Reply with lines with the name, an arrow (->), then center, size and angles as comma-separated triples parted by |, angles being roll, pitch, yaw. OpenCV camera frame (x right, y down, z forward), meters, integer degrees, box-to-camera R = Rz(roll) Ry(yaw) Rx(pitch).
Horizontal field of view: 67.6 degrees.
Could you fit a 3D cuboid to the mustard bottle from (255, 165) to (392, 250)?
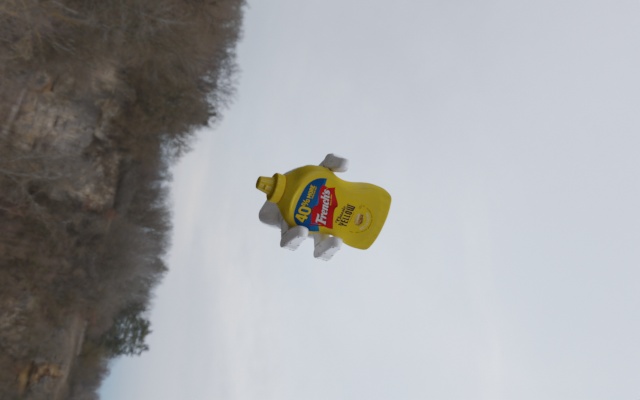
mustard bottle -> 0.000, 0.002, 0.676 | 0.191, 0.096, 0.058 | 18, 17, -21
